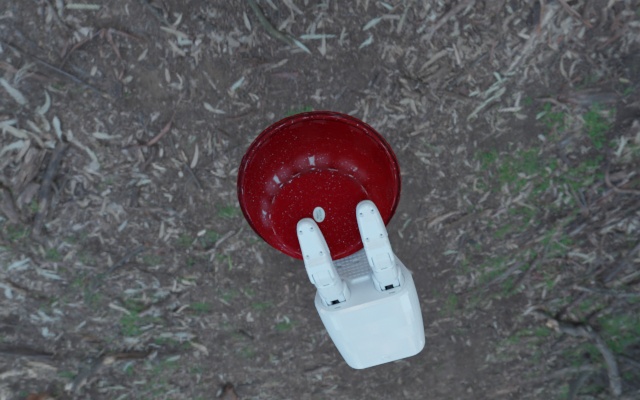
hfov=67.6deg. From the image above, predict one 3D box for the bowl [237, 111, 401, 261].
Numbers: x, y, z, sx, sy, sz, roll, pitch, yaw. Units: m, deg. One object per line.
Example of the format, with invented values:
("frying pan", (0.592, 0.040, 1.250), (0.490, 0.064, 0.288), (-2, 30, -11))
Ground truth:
("bowl", (-0.001, 0.001, 0.446), (0.162, 0.162, 0.055), (0, 27, -2))
